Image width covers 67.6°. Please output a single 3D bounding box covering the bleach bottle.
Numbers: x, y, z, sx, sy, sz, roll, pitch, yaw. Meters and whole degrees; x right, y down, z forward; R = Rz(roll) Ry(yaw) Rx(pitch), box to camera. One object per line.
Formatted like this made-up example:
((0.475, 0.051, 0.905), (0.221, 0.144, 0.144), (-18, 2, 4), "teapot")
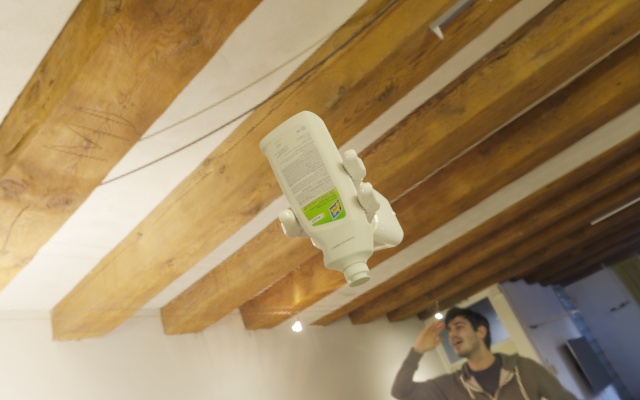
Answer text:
((0.000, 0.002, 0.650), (0.102, 0.250, 0.068), (-33, -29, 21), "bleach bottle")
